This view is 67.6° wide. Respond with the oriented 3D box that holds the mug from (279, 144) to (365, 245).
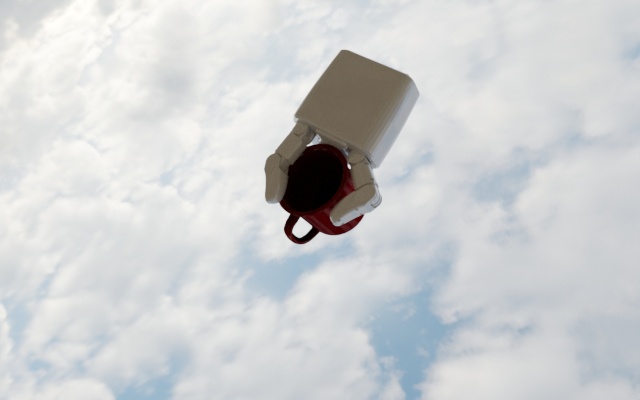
[{"bbox_3d":[-0.001,0.003,0.573,0.093,0.117,0.081,26,-10,37],"label":"mug"}]
